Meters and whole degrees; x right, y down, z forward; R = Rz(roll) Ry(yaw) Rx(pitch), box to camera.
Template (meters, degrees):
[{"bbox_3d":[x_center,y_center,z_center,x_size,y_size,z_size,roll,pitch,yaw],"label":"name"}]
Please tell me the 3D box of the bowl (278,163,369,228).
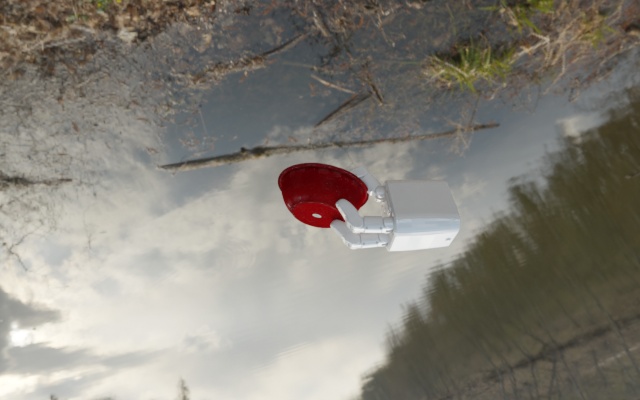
[{"bbox_3d":[-0.001,0.003,0.818,0.162,0.055,0.162,9,-29,5],"label":"bowl"}]
